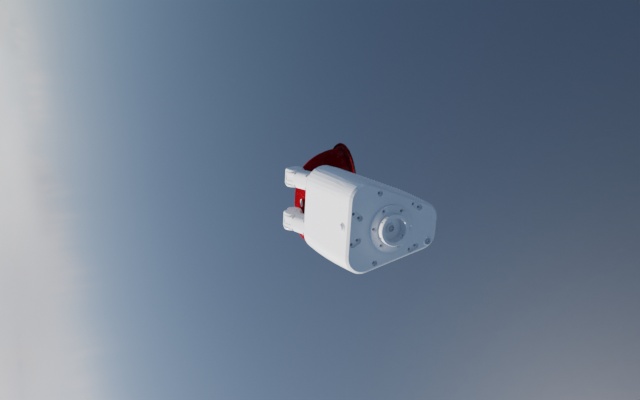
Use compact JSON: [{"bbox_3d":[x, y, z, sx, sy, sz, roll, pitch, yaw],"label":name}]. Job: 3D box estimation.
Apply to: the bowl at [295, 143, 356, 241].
[{"bbox_3d":[-0.001,0.002,0.648,0.055,0.162,0.162,1,0,-14],"label":"bowl"}]
